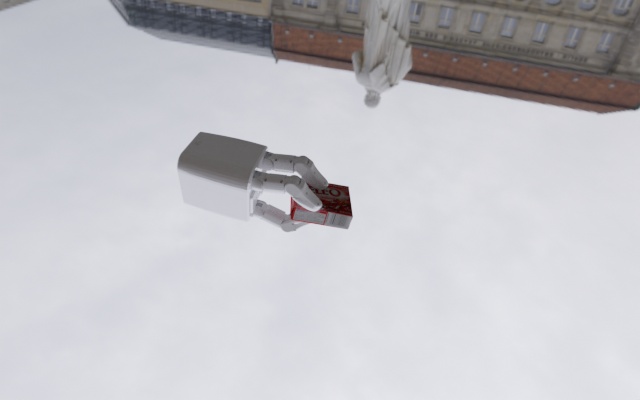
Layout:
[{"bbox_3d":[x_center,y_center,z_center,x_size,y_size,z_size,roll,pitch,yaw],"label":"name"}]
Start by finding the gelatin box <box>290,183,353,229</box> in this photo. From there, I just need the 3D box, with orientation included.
[{"bbox_3d":[0.000,0.003,0.704,0.089,0.030,0.073,10,36,-11],"label":"gelatin box"}]
